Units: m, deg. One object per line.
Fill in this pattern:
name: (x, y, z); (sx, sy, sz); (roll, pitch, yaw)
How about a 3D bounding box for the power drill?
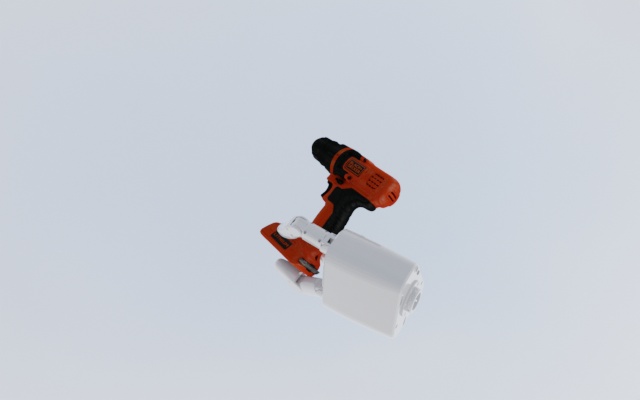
power drill: (0.000, 0.003, 0.699); (0.184, 0.187, 0.057); (39, -3, 45)
